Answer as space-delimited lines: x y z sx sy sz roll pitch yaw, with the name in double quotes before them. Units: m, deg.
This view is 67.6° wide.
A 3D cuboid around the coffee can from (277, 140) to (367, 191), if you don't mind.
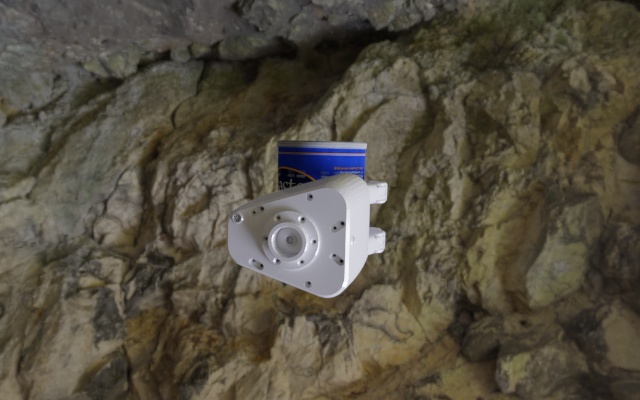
"coffee can" 0.000 0.002 0.556 0.103 0.140 0.103 1 6 0
